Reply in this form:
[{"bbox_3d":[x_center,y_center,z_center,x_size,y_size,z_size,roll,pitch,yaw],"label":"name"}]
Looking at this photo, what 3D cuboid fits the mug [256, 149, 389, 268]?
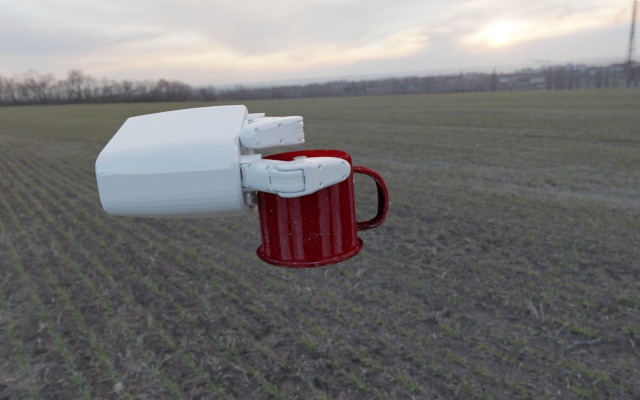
[{"bbox_3d":[0.001,0.001,0.405,0.117,0.081,0.093,-5,14,-3],"label":"mug"}]
